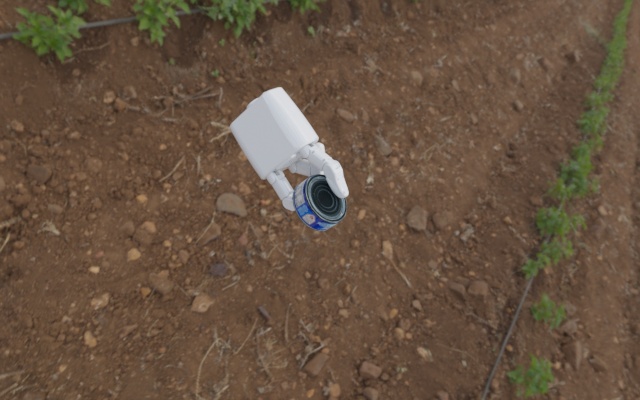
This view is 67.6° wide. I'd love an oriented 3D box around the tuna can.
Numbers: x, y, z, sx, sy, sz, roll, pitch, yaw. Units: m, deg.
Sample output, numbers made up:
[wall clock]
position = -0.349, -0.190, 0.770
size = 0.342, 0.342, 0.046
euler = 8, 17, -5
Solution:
[tuna can]
position = 0.001, 0.002, 0.747
size = 0.086, 0.086, 0.034
euler = 0, -24, -43
